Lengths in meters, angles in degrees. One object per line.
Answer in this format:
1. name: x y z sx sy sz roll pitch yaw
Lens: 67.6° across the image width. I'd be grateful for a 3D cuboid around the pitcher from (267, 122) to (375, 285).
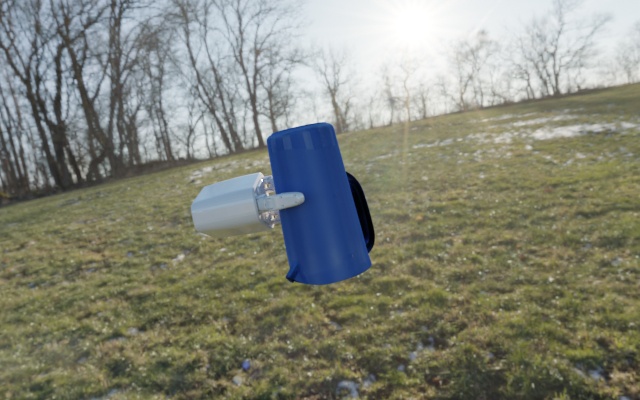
1. pitcher: 0.000 0.003 0.764 0.145 0.243 0.149 -12 5 8
